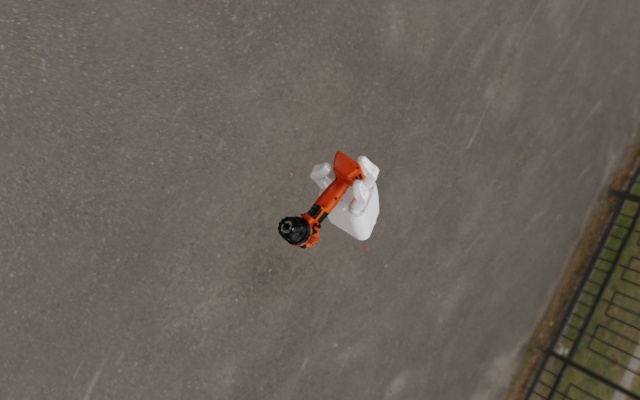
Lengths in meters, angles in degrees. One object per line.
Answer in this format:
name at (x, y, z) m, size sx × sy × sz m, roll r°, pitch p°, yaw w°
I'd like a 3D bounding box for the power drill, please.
power drill at (0.001, 0.003, 0.870) m, size 0.057 × 0.187 × 0.184 m, roll 38°, pitch -1°, yaw 11°
